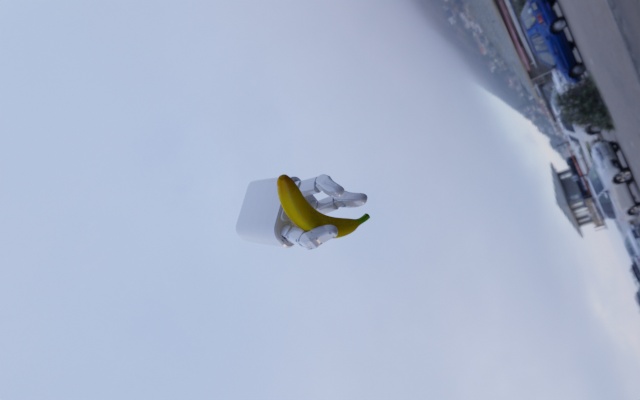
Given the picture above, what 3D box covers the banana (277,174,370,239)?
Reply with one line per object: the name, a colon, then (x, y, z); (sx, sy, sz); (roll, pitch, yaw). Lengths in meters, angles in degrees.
banana: (-0.006, 0.020, 0.742); (0.198, 0.069, 0.037); (24, 5, -42)
